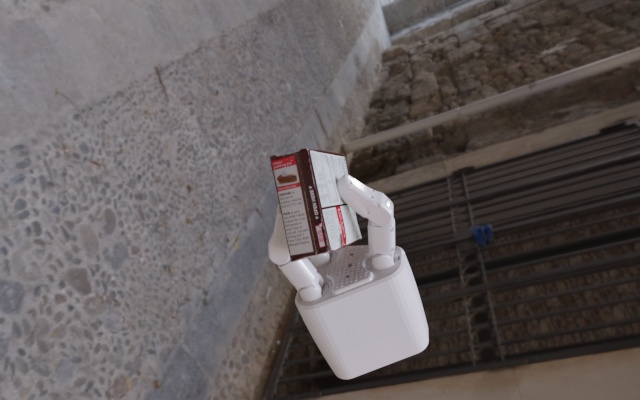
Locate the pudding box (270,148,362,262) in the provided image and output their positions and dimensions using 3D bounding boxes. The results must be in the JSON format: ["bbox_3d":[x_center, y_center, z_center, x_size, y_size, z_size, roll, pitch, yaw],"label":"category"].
[{"bbox_3d":[0.000,0.001,0.435,0.039,0.090,0.113,-13,-2,17],"label":"pudding box"}]
